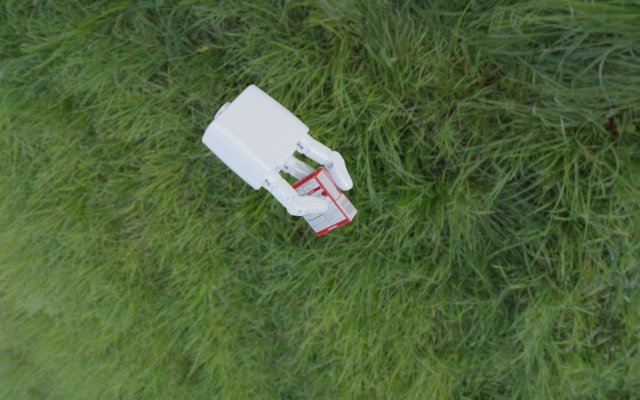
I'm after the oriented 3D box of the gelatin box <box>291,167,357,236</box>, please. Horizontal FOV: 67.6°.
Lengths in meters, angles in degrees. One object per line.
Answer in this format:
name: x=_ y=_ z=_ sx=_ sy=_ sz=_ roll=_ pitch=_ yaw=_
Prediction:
gelatin box: x=0.000 y=0.003 z=0.715 sx=0.073 sy=0.089 sz=0.030 roll=-29 pitch=15 yaw=43
